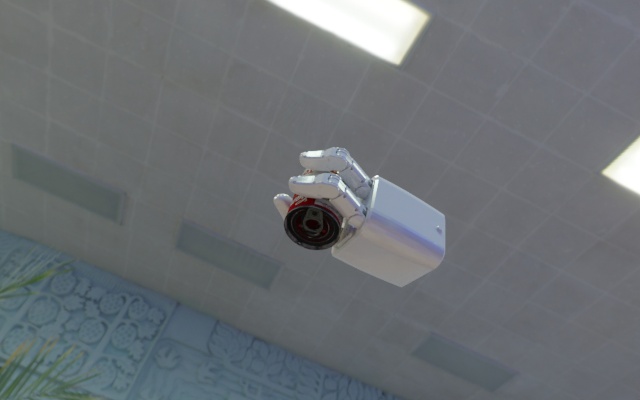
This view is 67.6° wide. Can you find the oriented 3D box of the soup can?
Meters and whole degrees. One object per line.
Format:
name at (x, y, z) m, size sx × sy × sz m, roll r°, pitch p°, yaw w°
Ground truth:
soup can at (0.000, 0.002, 0.591) m, size 0.068 × 0.069 × 0.102 m, roll 0°, pitch 39°, yaw 15°
